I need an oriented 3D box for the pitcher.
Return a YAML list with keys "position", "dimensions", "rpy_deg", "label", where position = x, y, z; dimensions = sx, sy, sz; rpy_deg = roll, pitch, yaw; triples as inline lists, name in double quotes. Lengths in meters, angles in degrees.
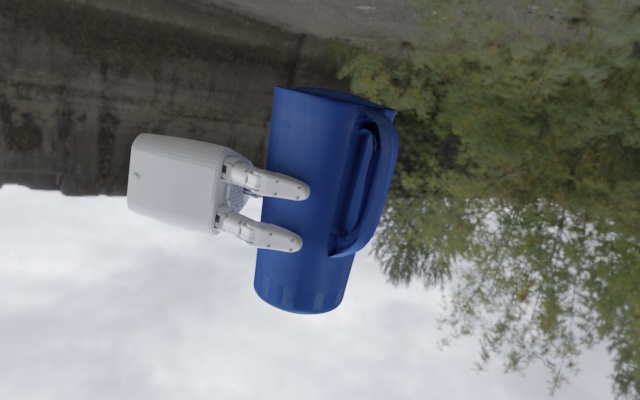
- position: [0.000, 0.002, 0.529]
  dimensions: [0.145, 0.243, 0.149]
  rpy_deg: [13, 13, 9]
  label: "pitcher"
